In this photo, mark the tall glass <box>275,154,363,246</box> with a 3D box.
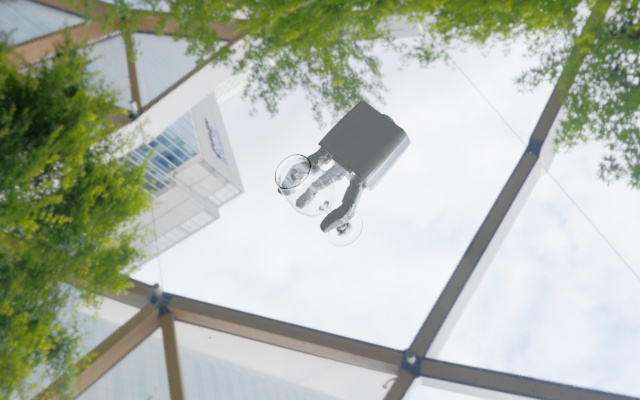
[{"bbox_3d":[0.000,0.003,0.788,0.079,0.079,0.201,0,-27,29],"label":"tall glass"}]
